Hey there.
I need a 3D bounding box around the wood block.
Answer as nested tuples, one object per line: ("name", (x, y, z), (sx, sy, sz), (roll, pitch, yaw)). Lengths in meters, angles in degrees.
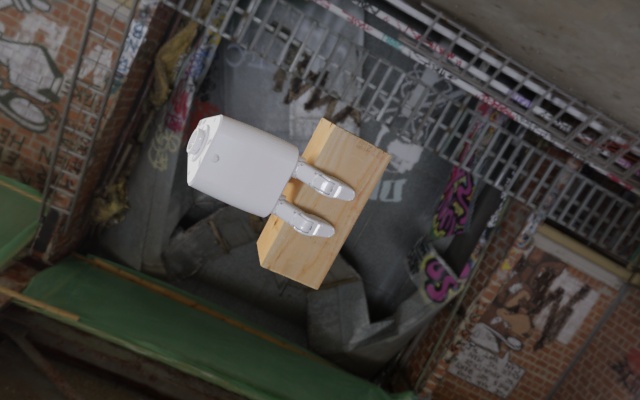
("wood block", (0.000, 0.002, 0.657), (0.090, 0.206, 0.090), (26, 10, -17))
